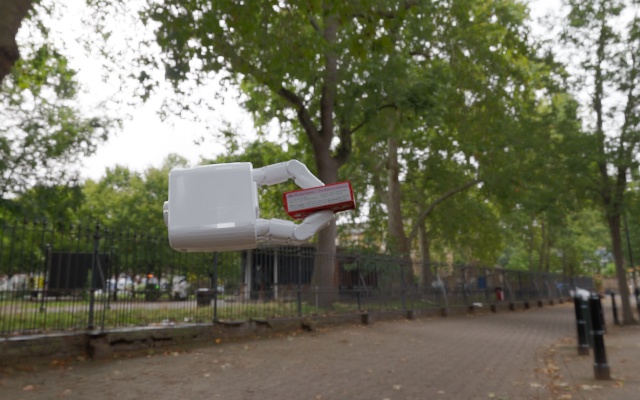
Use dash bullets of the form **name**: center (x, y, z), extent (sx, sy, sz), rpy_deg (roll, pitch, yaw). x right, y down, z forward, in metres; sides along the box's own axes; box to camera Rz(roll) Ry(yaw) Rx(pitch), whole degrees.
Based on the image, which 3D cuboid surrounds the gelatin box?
- **gelatin box**: center (0.000, 0.002, 0.630), extent (0.089, 0.030, 0.073), rpy_deg (-11, -10, 4)
